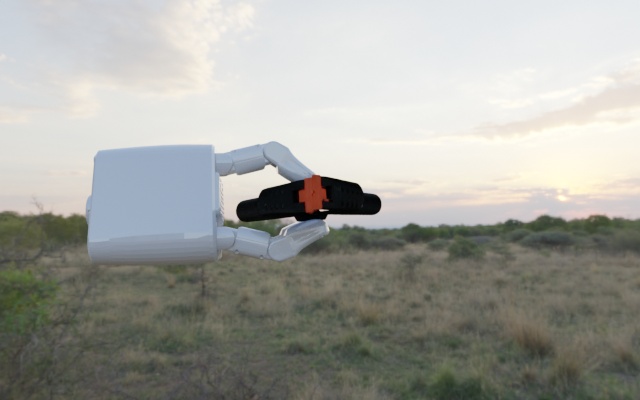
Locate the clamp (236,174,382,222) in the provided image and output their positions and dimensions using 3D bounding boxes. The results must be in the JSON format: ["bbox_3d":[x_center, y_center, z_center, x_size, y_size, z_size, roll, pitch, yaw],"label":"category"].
[{"bbox_3d":[0.000,0.001,0.460,0.164,0.036,0.210,-4,-4,-9],"label":"clamp"}]
